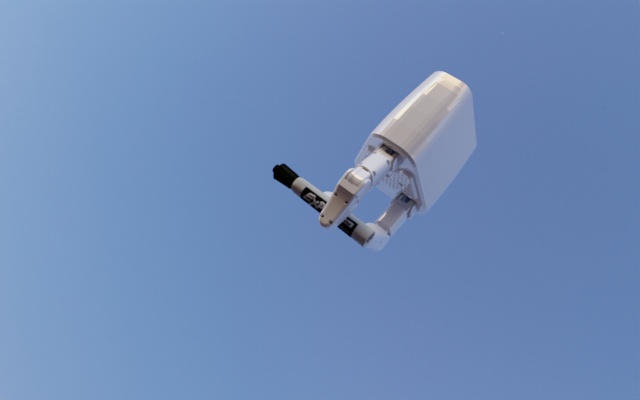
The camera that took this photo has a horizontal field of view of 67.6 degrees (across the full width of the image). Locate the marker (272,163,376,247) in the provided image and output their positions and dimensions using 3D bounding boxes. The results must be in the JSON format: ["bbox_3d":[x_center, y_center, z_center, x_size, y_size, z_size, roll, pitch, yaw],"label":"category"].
[{"bbox_3d":[0.000,0.002,0.460,0.121,0.020,0.020,37,14,20],"label":"marker"}]
